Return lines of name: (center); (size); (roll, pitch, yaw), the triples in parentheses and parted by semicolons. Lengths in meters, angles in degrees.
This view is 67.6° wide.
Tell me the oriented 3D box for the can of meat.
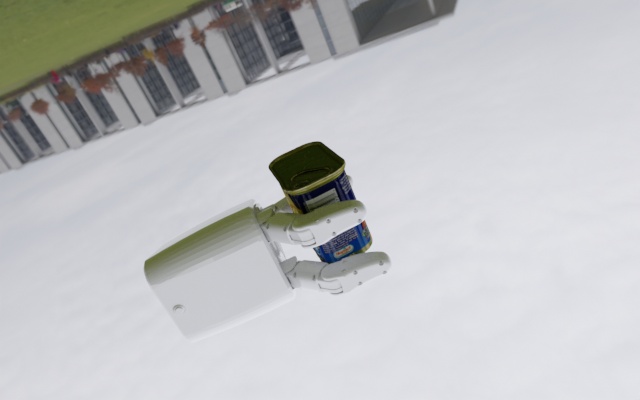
can of meat: (0.000, 0.002, 0.443); (0.057, 0.084, 0.102); (-27, 25, -7)
